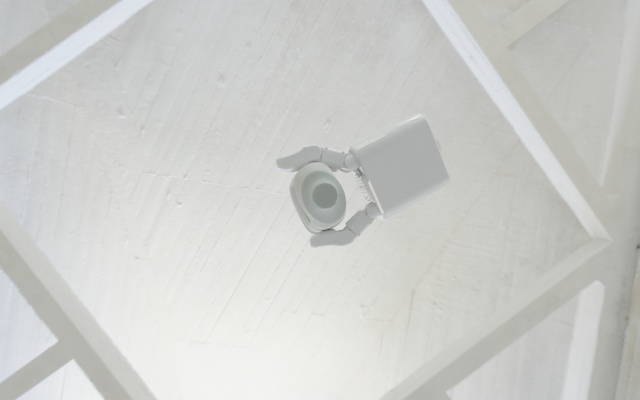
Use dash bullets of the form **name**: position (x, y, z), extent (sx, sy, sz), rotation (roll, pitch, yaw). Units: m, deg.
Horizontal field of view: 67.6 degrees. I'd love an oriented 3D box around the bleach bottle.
- **bleach bottle**: position (0.000, 0.002, 0.649), extent (0.068, 0.102, 0.251), rotation (-27, 2, -4)
